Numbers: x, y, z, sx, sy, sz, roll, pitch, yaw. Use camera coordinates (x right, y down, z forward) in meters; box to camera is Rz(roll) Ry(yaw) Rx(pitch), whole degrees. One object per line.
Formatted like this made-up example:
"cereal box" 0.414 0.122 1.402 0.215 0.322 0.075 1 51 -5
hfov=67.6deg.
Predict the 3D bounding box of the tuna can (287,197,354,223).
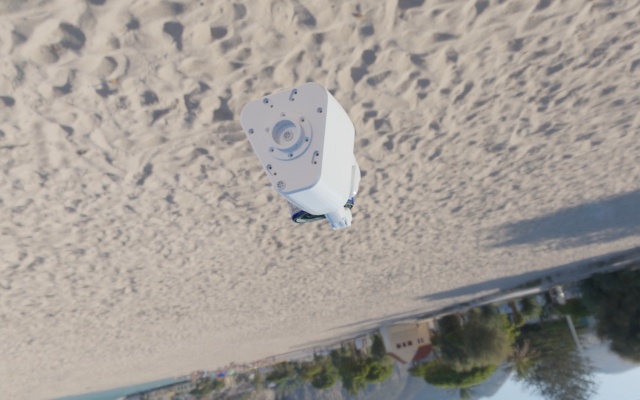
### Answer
"tuna can" 0.000 0.003 0.628 0.086 0.033 0.086 -14 -12 -3
